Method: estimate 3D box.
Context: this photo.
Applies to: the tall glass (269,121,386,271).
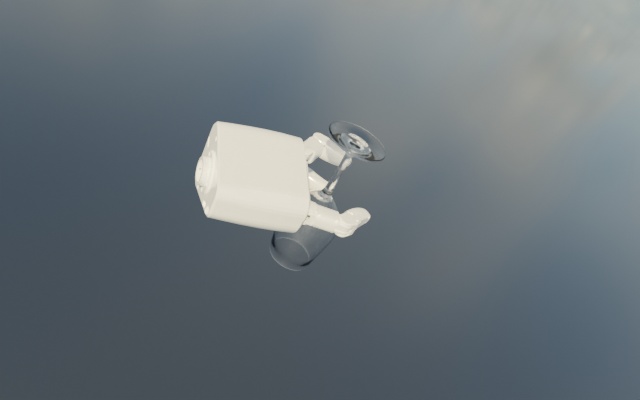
[{"bbox_3d":[0.001,0.002,0.605,0.079,0.201,0.079,20,35,-15],"label":"tall glass"}]
